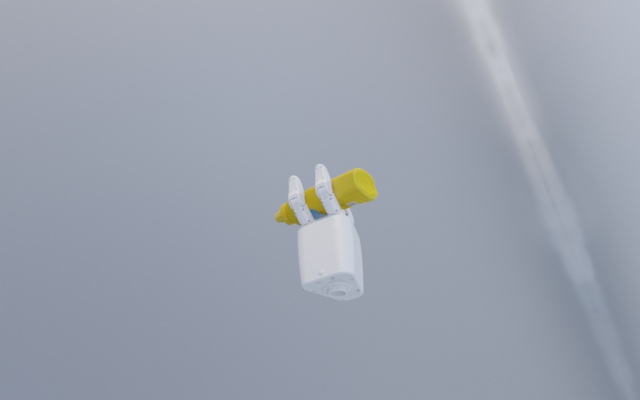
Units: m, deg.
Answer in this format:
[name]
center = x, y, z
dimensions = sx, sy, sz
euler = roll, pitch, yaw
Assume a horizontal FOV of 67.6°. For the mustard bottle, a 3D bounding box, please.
[mustard bottle]
center = 0.000, 0.002, 0.858
dimensions = 0.191, 0.058, 0.096
euler = -22, -14, 24
